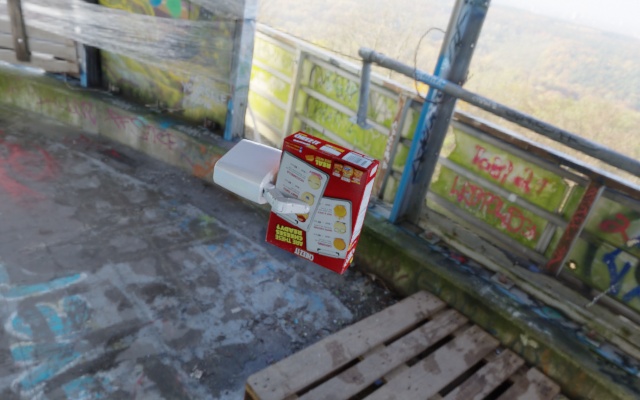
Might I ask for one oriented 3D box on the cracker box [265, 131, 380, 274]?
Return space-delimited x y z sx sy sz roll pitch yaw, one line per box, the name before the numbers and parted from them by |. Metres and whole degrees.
cracker box | 0.000 0.003 0.863 0.164 0.214 0.072 22 29 17
